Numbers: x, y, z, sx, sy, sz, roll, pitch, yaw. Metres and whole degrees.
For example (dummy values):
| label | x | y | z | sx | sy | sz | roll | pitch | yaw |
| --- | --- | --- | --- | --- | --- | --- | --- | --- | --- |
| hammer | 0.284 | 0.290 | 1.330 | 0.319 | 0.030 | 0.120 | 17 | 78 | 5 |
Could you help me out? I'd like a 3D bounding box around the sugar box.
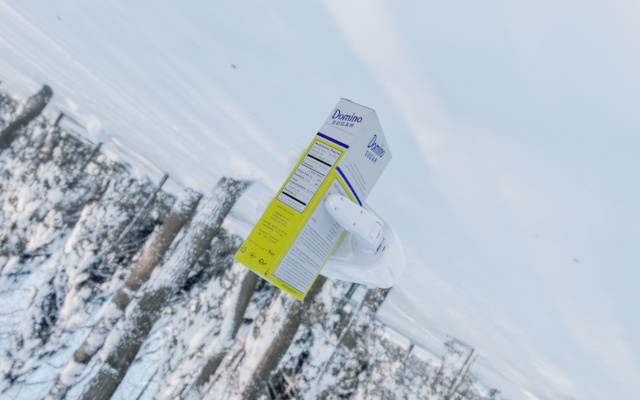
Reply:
| label | x | y | z | sx | sy | sz | roll | pitch | yaw |
| --- | --- | --- | --- | --- | --- | --- | --- | --- | --- |
| sugar box | 0.000 | 0.001 | 0.452 | 0.048 | 0.176 | 0.093 | 25 | -13 | 27 |
